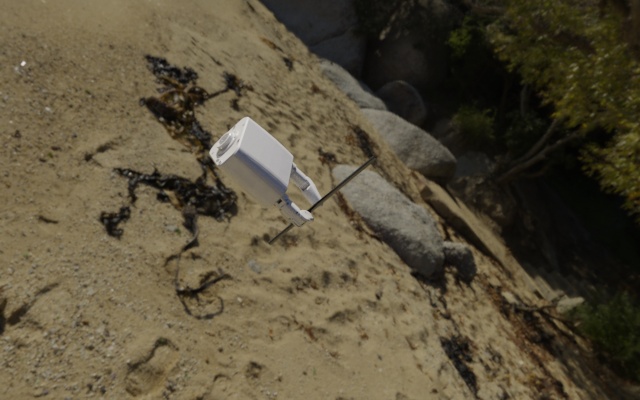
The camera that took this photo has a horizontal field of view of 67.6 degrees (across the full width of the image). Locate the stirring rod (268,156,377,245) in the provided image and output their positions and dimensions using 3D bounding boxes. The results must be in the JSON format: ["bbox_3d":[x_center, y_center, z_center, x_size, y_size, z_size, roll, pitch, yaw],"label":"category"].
[{"bbox_3d":[0.000,0.003,0.816,0.239,0.011,0.011,-39,-12,15],"label":"stirring rod"}]
